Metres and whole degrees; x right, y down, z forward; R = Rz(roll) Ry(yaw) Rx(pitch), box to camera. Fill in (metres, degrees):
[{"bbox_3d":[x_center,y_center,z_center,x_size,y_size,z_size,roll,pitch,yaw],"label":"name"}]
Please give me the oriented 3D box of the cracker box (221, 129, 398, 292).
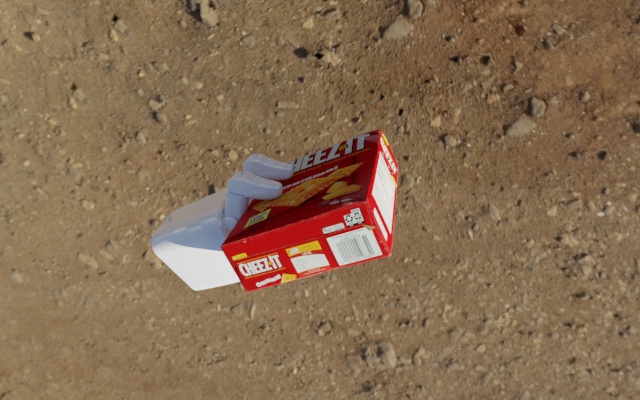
[{"bbox_3d":[0.000,0.002,0.558,0.164,0.072,0.213,-18,22,19],"label":"cracker box"}]
